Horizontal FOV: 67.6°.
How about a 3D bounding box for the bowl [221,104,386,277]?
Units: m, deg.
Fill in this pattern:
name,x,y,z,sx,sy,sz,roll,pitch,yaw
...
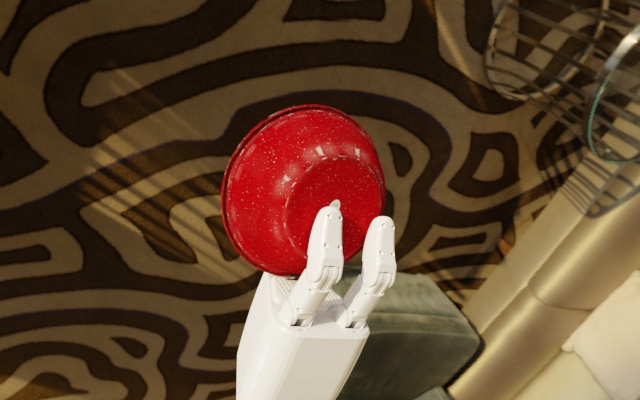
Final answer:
name,x,y,z,sx,sy,sz,roll,pitch,yaw
bowl,0.000,0.000,0.411,0.162,0.162,0.055,0,15,-29
